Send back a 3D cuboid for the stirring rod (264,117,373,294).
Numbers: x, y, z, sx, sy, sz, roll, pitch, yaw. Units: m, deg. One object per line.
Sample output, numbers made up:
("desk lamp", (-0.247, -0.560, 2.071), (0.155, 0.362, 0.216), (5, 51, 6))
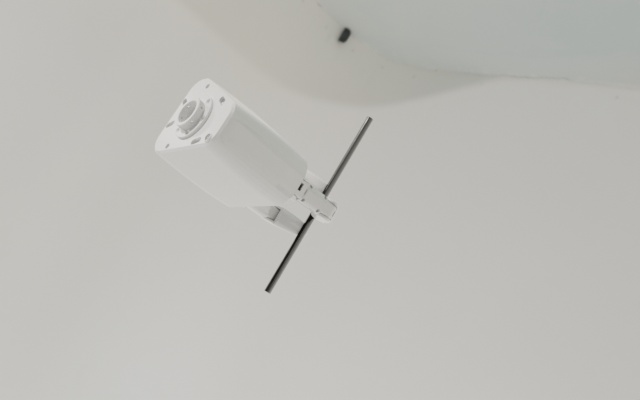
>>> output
("stirring rod", (0.000, 0.002, 0.561), (0.011, 0.239, 0.011), (30, -10, 6))
